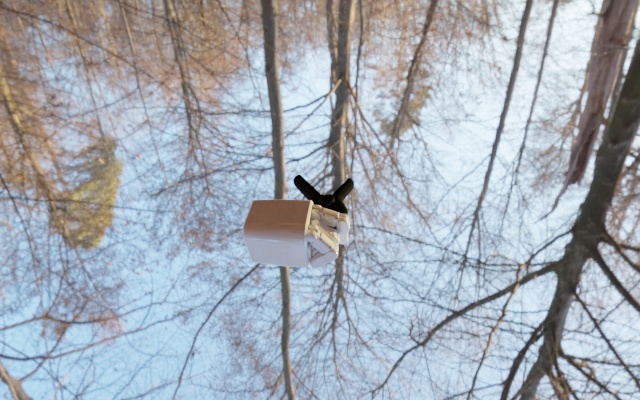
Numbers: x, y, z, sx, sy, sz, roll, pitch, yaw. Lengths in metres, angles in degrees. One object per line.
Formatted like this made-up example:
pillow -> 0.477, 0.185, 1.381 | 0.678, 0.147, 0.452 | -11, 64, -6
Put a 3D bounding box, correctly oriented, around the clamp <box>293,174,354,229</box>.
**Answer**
clamp -> 0.000, 0.004, 0.899 | 0.120, 0.039, 0.171 | 4, 34, 4
